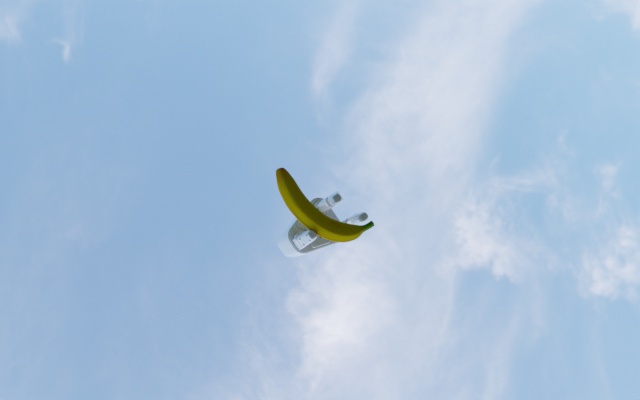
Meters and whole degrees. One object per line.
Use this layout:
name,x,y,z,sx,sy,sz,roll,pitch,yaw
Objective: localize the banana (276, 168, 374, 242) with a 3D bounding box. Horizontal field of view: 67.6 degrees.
banana,-0.006,0.020,0.831,0.198,0.069,0.037,31,-17,-9
